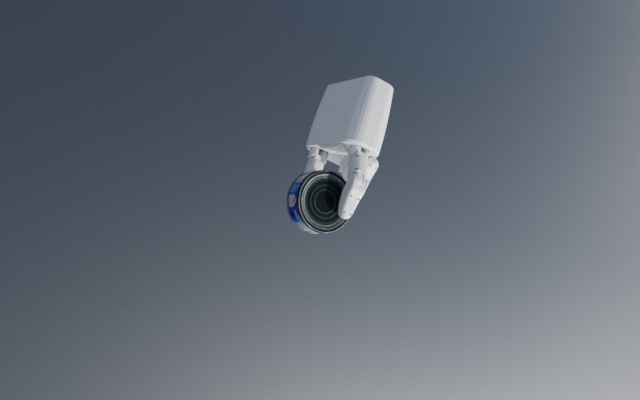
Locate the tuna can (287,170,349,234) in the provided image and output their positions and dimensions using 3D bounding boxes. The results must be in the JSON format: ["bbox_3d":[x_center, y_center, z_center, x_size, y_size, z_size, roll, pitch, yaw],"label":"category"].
[{"bbox_3d":[0.000,0.002,0.638,0.086,0.086,0.034,0,-2,-29],"label":"tuna can"}]
